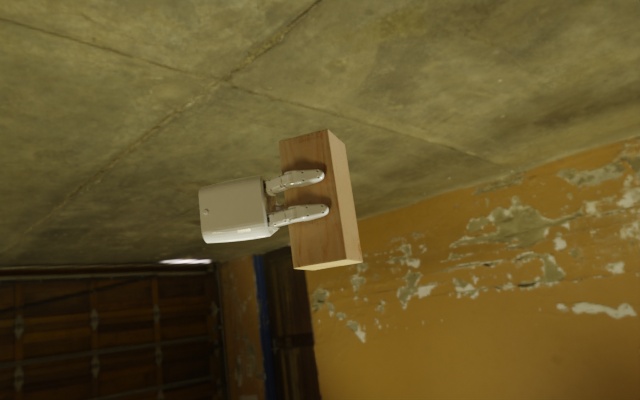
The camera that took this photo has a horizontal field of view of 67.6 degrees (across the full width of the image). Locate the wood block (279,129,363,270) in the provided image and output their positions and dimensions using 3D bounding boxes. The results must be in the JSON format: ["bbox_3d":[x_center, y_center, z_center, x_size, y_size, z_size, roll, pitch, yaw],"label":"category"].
[{"bbox_3d":[0.000,0.003,0.774,0.090,0.206,0.091,-12,-13,18],"label":"wood block"}]
